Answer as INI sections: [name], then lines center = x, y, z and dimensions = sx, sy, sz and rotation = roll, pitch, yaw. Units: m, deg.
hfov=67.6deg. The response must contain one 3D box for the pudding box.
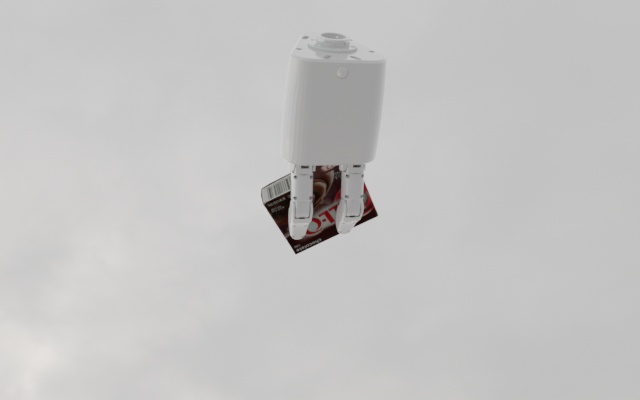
[pudding box]
center = 0.000, 0.002, 0.553
dimensions = 0.113, 0.090, 0.039
rotation = -24, 38, 5
